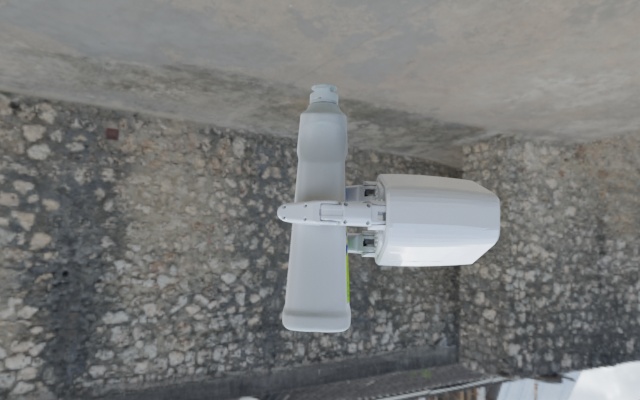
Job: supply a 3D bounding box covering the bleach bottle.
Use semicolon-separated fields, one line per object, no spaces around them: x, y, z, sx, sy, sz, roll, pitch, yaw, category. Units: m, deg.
0.000;0.002;0.501;0.068;0.251;0.102;2;-4;1;bleach bottle
